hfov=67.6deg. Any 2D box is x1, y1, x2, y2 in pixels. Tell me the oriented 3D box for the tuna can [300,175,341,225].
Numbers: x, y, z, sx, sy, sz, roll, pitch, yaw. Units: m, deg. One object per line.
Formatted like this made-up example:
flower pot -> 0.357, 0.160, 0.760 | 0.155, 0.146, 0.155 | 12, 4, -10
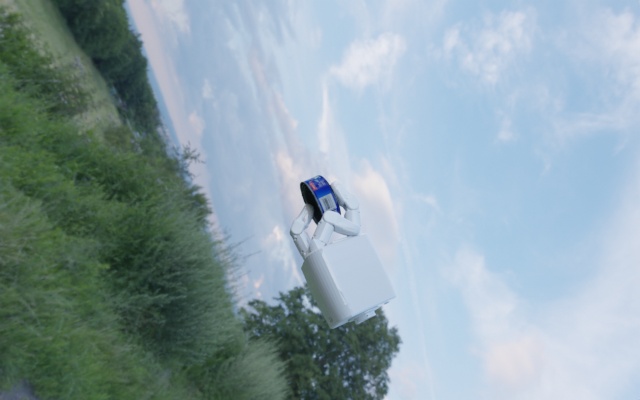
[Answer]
tuna can -> 0.001, 0.002, 0.779 | 0.034, 0.086, 0.086 | -25, 6, -14
